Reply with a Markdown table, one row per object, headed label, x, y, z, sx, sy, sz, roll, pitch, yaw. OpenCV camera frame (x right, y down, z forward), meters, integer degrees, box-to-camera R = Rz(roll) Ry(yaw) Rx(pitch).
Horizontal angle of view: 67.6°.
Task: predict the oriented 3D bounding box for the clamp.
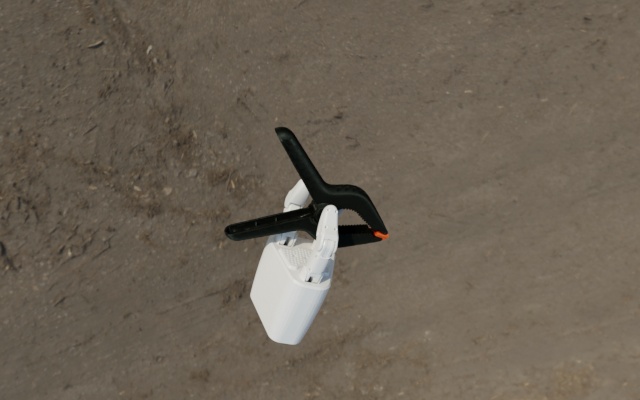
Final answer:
| label | x | y | z | sx | sy | sz | roll | pitch | yaw |
| --- | --- | --- | --- | --- | --- | --- | --- | --- | --- |
| clamp | 0.001 | 0.003 | 0.610 | 0.210 | 0.165 | 0.036 | 14 | 28 | -18 |
